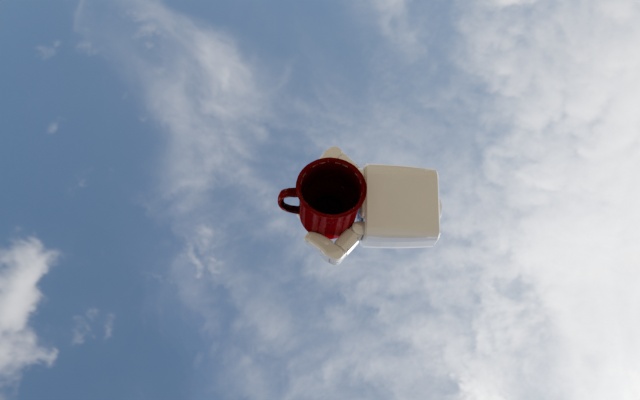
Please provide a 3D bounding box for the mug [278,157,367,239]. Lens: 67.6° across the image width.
[{"bbox_3d":[-0.001,0.002,0.654,0.117,0.093,0.081,-2,-29,-5],"label":"mug"}]
